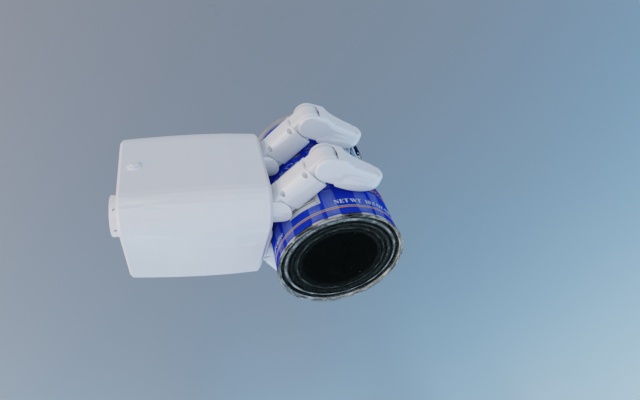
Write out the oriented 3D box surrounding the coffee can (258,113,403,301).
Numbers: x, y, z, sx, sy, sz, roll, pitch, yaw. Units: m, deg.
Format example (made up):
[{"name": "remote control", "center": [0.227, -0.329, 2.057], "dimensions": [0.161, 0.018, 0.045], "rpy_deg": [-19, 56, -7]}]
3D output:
[{"name": "coffee can", "center": [0.000, 0.001, 0.423], "dimensions": [0.103, 0.103, 0.140], "rpy_deg": [0, 42, -19]}]
